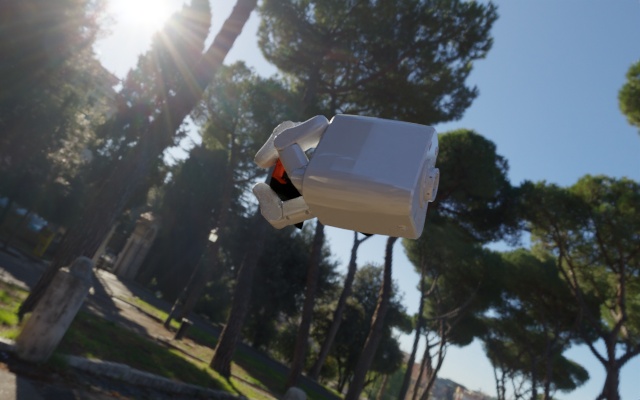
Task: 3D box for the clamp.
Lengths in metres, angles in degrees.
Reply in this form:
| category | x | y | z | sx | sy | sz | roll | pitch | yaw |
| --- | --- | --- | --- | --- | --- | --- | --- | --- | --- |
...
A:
| category | x | y | z | sx | sy | sz | roll | pitch | yaw |
| --- | --- | --- | --- | --- | --- | --- | --- | --- | --- |
| clamp | 0.000 | 0.001 | 0.572 | 0.120 | 0.039 | 0.171 | 2 | -23 | 18 |
